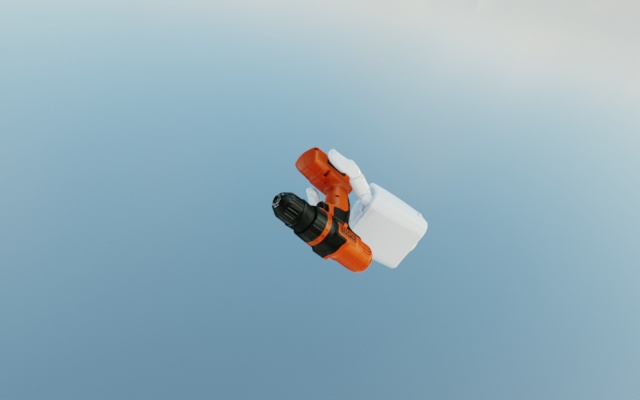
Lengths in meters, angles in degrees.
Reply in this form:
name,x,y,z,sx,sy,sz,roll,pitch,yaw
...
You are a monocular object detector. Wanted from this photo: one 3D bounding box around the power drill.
name,x,y,z,sx,sy,sz,roll,pitch,yaw
power drill,0.000,0.002,0.728,0.057,0.187,0.184,-34,-55,25
